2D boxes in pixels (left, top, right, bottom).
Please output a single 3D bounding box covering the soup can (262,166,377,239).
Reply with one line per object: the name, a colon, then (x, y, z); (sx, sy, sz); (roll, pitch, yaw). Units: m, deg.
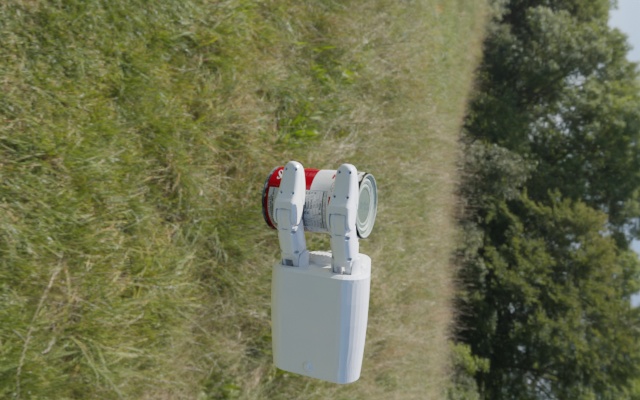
soup can: (0.000, 0.001, 0.491); (0.102, 0.068, 0.068); (5, 2, 24)
